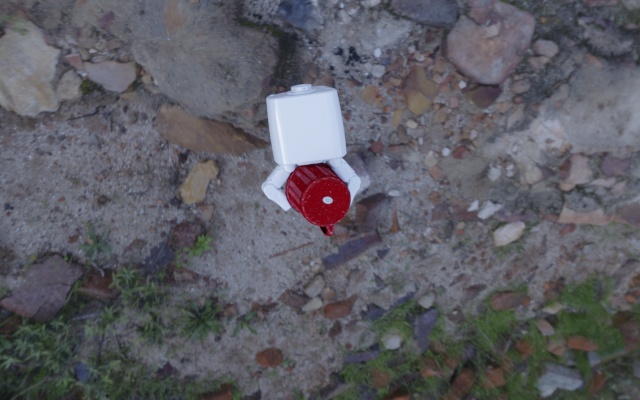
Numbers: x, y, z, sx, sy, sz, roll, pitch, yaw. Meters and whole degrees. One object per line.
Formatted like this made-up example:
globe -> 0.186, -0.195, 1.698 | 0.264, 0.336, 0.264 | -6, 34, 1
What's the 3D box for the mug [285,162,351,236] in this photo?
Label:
mug -> 0.000, 0.004, 0.755 | 0.093, 0.117, 0.081 | -15, 20, -13
